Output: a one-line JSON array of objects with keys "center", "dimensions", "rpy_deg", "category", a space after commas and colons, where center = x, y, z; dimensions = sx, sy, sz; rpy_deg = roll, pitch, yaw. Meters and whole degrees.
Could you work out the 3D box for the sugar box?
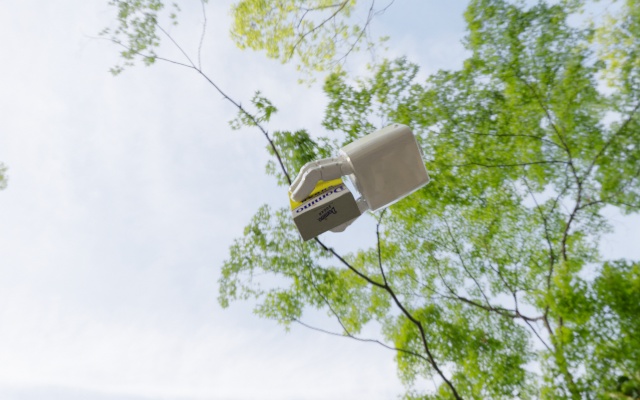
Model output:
[{"center": [0.000, 0.002, 0.748], "dimensions": [0.093, 0.048, 0.176], "rpy_deg": [-25, 12, 0], "category": "sugar box"}]
